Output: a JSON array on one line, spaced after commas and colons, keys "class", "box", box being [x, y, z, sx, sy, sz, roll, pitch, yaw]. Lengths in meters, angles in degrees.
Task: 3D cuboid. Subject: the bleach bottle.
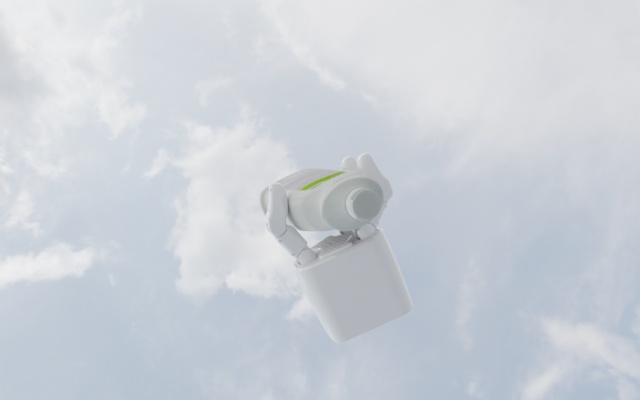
[{"class": "bleach bottle", "box": [0.000, 0.002, 0.561, 0.102, 0.068, 0.251, -29, 11, -13]}]
